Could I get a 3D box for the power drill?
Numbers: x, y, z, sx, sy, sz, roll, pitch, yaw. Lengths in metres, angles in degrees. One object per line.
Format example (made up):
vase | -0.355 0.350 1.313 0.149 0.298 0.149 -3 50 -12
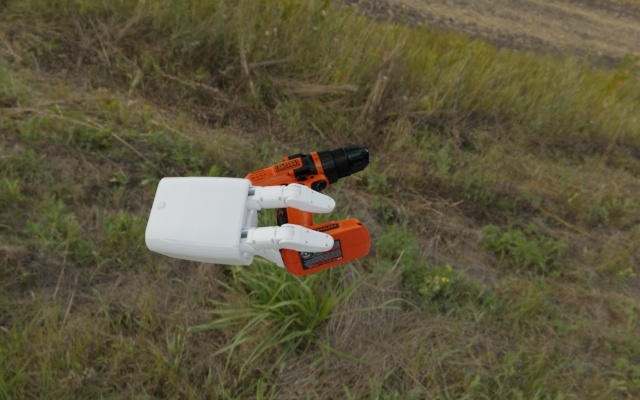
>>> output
power drill | 0.000 0.002 0.627 0.184 0.057 0.187 -18 39 -4
